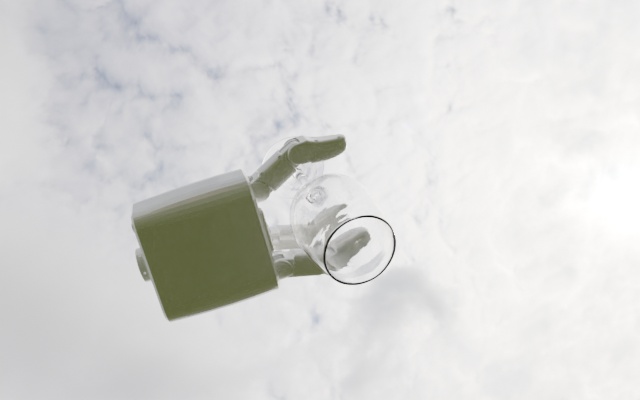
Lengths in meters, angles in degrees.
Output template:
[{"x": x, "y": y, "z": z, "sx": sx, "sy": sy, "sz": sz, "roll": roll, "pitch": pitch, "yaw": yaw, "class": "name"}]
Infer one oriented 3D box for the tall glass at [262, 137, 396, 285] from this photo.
[{"x": 0.000, "y": 0.001, "z": 0.456, "sx": 0.079, "sy": 0.079, "sz": 0.201, "roll": 0, "pitch": 22, "yaw": -20, "class": "tall glass"}]
